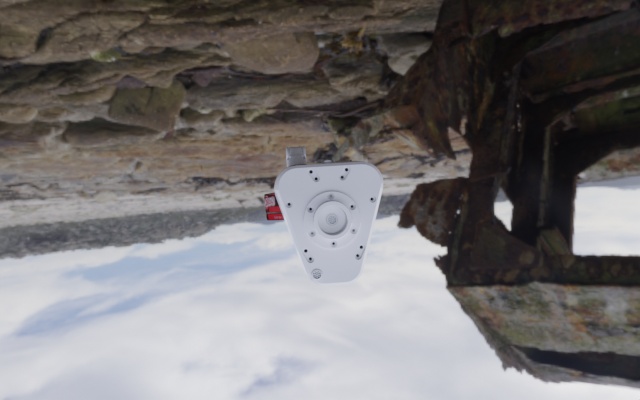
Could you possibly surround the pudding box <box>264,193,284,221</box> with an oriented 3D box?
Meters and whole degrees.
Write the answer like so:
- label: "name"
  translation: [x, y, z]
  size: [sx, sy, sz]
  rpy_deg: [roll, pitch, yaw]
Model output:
- label: "pudding box"
  translation: [0.000, 0.002, 0.581]
  size: [0.113, 0.039, 0.090]
  rpy_deg: [-4, 1, -30]
